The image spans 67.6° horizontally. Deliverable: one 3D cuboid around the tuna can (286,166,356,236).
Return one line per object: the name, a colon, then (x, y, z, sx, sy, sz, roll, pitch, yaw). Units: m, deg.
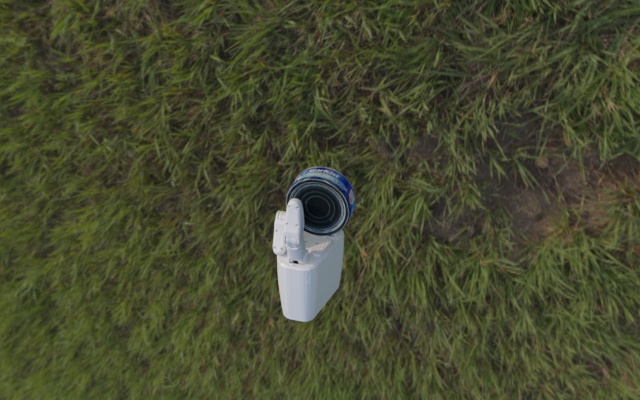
tuna can: (0.000, 0.002, 0.605, 0.086, 0.086, 0.033, 0, 29, 19)
